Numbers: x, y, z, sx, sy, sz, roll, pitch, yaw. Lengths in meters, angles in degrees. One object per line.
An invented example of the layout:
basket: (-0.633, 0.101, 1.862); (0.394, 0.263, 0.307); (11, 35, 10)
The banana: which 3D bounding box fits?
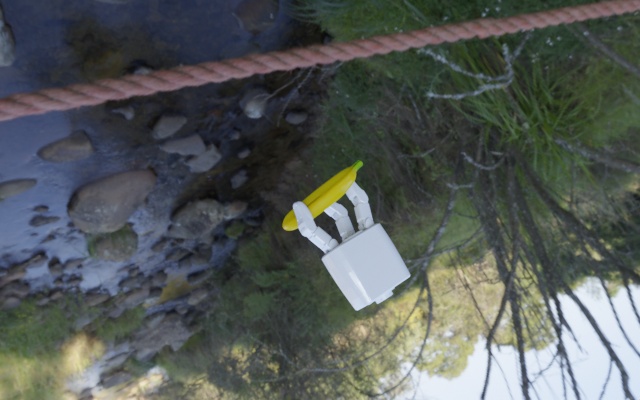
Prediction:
banana: (-0.004, 0.004, 0.833); (0.198, 0.037, 0.069); (-38, -5, 24)
